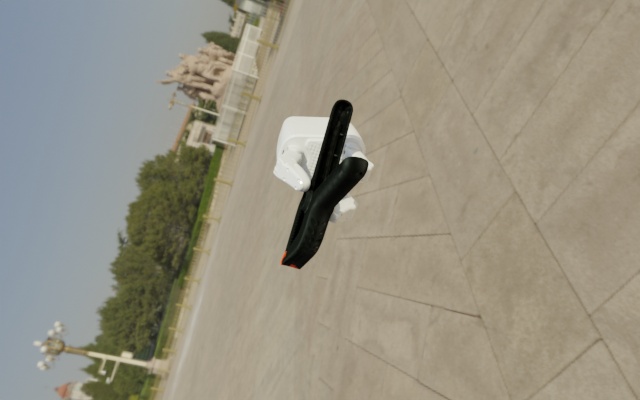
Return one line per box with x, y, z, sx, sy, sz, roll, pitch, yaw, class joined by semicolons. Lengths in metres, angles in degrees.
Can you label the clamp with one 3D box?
-0.001;0.002;0.544;0.036;0.210;0.164;17;23;-12;clamp
